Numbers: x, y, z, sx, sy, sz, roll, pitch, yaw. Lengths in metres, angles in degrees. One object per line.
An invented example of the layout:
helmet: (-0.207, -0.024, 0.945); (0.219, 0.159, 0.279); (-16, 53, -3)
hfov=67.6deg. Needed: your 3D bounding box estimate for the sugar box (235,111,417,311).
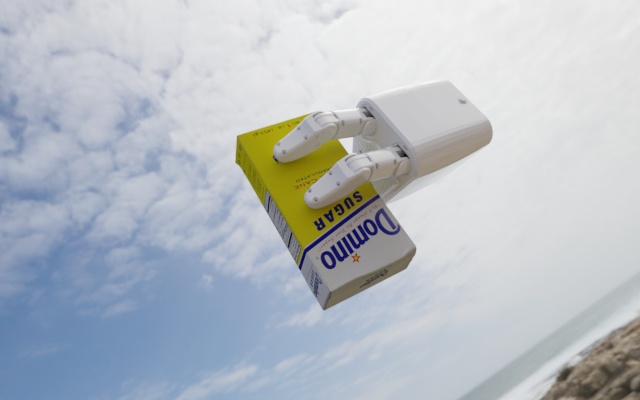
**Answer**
sugar box: (0.000, 0.001, 0.439); (0.093, 0.176, 0.048); (-23, -29, -24)
